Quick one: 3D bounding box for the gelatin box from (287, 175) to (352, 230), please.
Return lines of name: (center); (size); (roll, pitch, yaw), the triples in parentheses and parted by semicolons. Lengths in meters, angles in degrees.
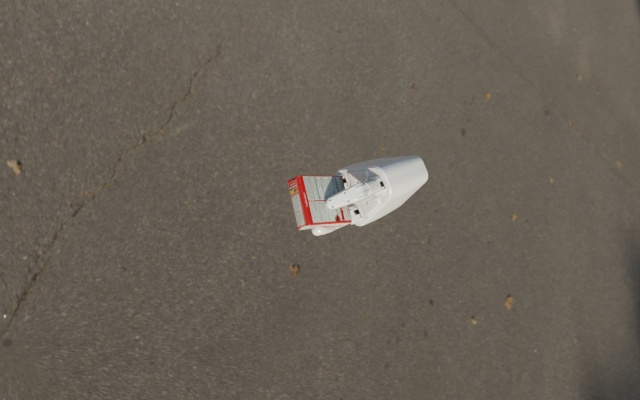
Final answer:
gelatin box: (0.000, 0.002, 0.692); (0.089, 0.073, 0.030); (-2, -15, -43)
